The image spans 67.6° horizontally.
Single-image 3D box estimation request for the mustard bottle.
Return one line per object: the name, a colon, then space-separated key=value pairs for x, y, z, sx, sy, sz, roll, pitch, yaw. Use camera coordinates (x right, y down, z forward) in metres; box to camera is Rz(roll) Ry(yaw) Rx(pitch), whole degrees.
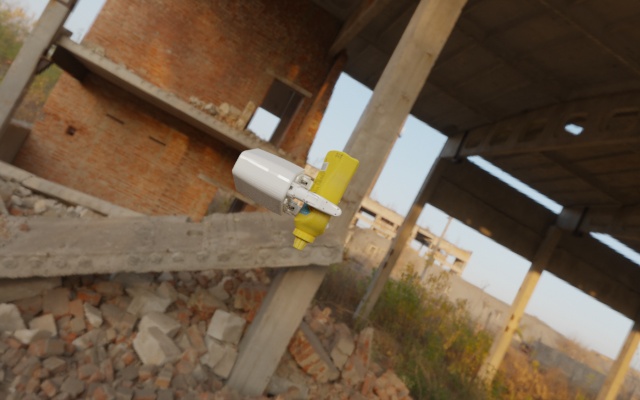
mustard bottle: x=0.001 y=0.003 z=0.878 sx=0.058 sy=0.191 sz=0.096 roll=29 pitch=-4 yaw=-19
